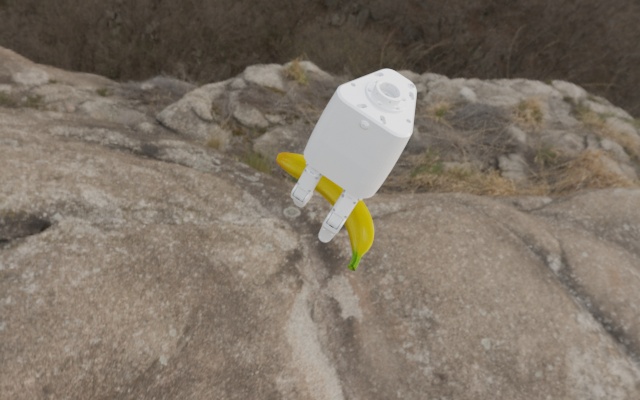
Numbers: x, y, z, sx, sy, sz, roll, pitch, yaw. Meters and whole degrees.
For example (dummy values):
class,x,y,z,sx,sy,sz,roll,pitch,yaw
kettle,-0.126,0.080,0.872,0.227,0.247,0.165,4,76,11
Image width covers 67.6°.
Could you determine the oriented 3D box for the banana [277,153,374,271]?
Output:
class,x,y,z,sx,sy,sz,roll,pitch,yaw
banana,0.017,-0.002,0.659,0.069,0.197,0.037,-24,-22,-30
